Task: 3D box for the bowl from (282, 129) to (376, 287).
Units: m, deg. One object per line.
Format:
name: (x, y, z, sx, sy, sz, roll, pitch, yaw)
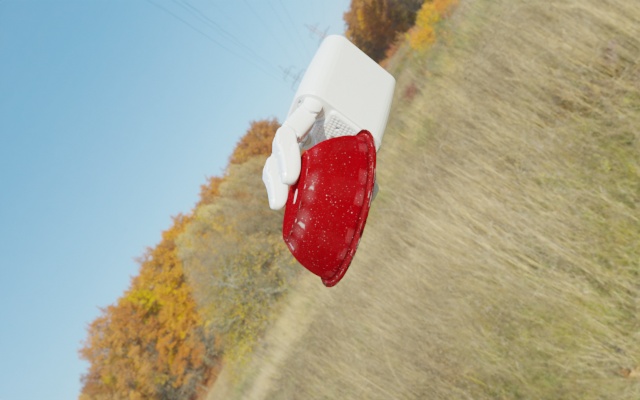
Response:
bowl: (0.000, 0.002, 0.473, 0.055, 0.162, 0.162, 13, -3, -12)
